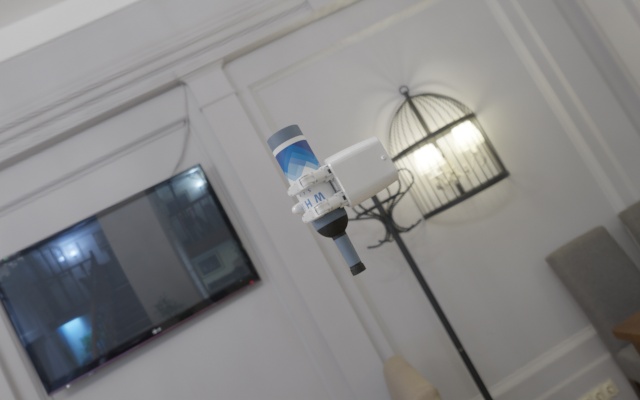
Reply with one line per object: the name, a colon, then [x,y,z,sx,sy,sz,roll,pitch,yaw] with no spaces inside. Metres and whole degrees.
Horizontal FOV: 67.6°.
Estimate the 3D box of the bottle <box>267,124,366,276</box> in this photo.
bottle: [0.000,0.003,0.880,0.069,0.295,0.069,-29,-5,-3]
